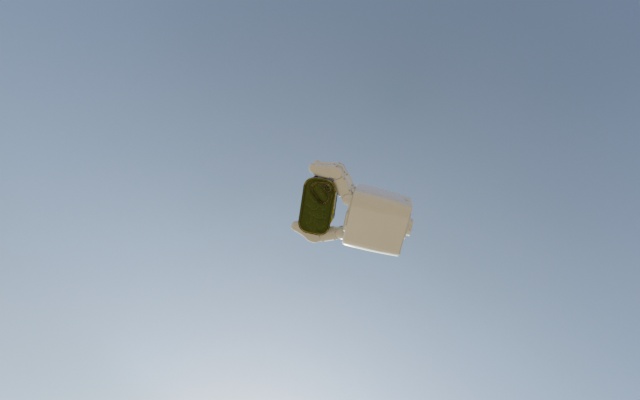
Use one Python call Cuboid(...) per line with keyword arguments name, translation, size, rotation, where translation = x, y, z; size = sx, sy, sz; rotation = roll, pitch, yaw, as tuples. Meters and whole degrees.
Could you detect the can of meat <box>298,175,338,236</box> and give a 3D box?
Cuboid(name="can of meat", translation=(0.000, 0.003, 0.871), size=(0.057, 0.102, 0.084), rotation=(10, 13, 8))
